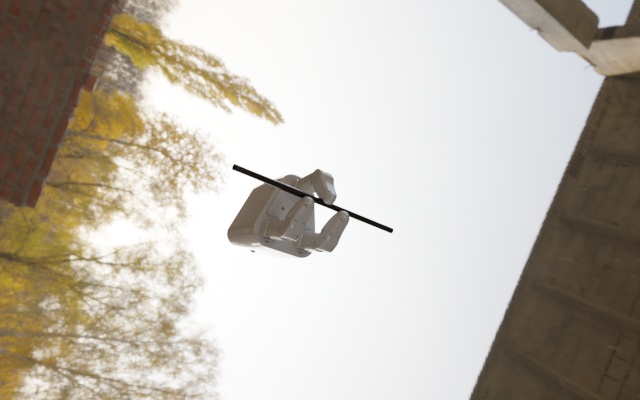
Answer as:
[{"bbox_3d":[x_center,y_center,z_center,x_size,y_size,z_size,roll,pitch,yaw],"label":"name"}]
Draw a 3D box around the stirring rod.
[{"bbox_3d":[0.000,0.002,0.589,0.239,0.011,0.011,22,-12,-30],"label":"stirring rod"}]
